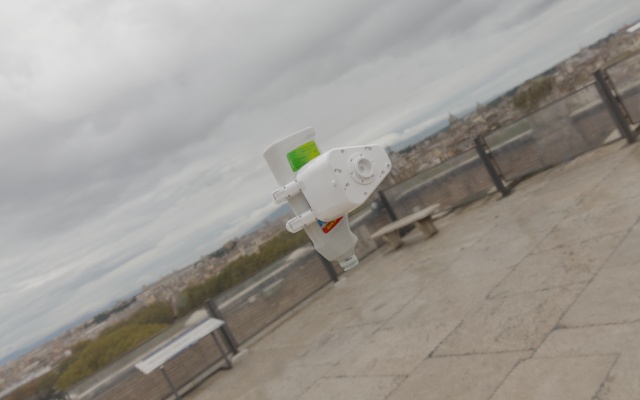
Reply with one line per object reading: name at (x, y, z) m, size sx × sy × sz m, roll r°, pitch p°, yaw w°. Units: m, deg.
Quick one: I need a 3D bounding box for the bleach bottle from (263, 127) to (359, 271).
bleach bottle at (0.000, 0.003, 0.840) m, size 0.102 × 0.251 × 0.068 m, roll -29°, pitch 0°, yaw -30°
